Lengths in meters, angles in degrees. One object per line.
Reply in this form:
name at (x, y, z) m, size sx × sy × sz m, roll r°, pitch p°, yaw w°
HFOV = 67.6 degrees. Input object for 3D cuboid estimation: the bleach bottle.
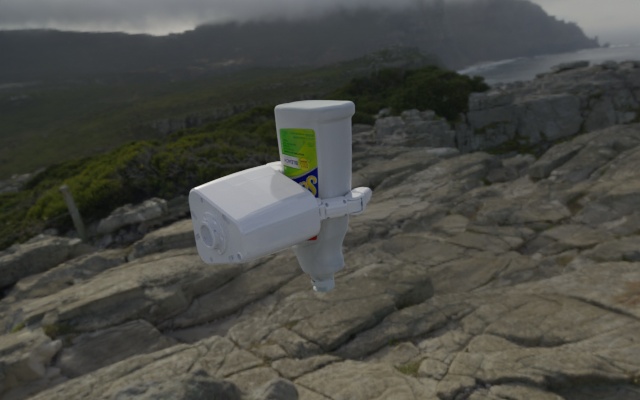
bleach bottle at (0.000, 0.002, 0.613) m, size 0.068 × 0.251 × 0.102 m, roll -21°, pitch 23°, yaw -41°
